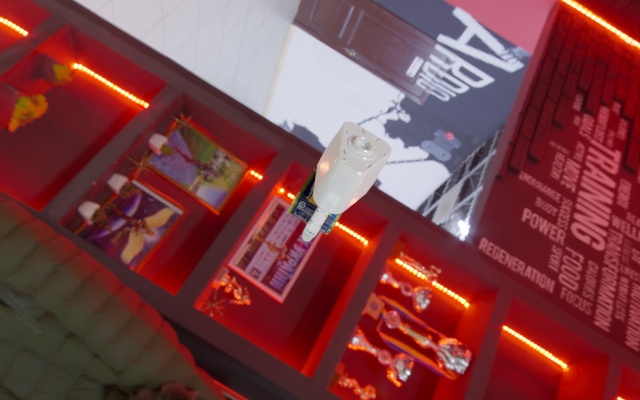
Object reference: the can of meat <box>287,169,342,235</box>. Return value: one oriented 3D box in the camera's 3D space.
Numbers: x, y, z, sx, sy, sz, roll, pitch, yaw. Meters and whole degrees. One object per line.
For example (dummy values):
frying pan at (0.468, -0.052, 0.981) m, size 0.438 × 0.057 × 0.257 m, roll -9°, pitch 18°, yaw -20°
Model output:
can of meat at (0.000, 0.003, 0.867) m, size 0.084 × 0.057 × 0.102 m, roll 31°, pitch 44°, yaw 0°
